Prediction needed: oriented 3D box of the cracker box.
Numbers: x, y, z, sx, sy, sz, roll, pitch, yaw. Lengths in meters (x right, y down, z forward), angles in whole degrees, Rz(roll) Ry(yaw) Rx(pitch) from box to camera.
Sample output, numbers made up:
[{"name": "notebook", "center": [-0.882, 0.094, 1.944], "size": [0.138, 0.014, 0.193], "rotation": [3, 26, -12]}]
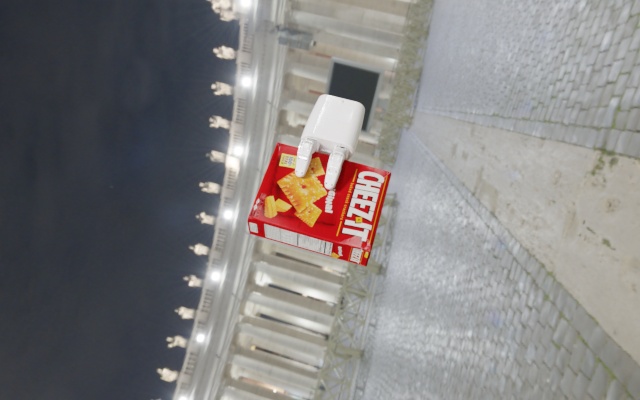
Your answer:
[{"name": "cracker box", "center": [0.000, 0.003, 0.832], "size": [0.213, 0.164, 0.072], "rotation": [15, -29, 6]}]
